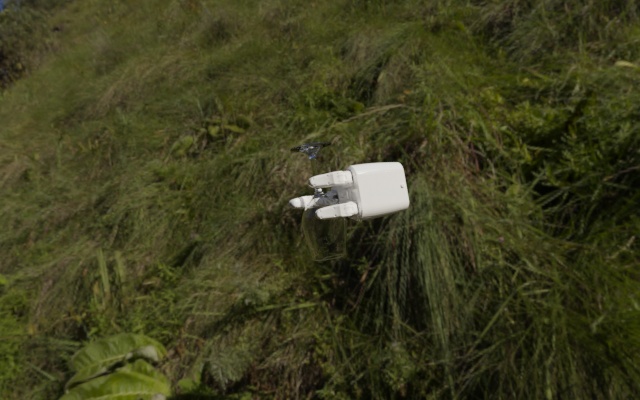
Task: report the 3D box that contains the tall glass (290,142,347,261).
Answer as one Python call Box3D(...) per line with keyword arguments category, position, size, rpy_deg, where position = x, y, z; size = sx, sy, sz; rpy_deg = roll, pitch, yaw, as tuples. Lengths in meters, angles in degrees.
Box3D(category="tall glass", position=(0.000, 0.002, 0.840), size=(0.079, 0.201, 0.079), rpy_deg=(-10, -2, 0))
